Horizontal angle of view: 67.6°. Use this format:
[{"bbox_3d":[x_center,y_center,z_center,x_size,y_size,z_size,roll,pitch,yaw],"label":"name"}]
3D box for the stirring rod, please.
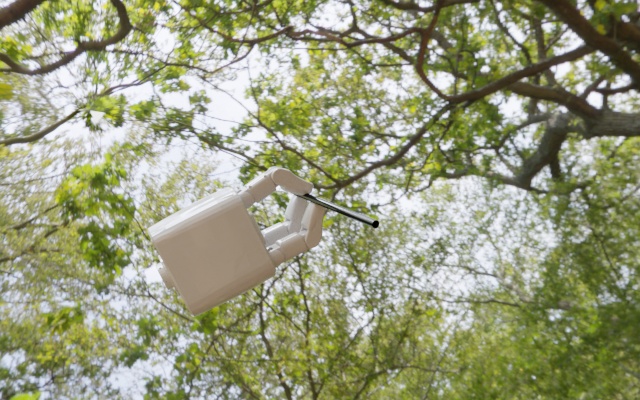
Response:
[{"bbox_3d":[0.000,0.002,0.550,0.011,0.011,0.239,0,10,-26],"label":"stirring rod"}]
